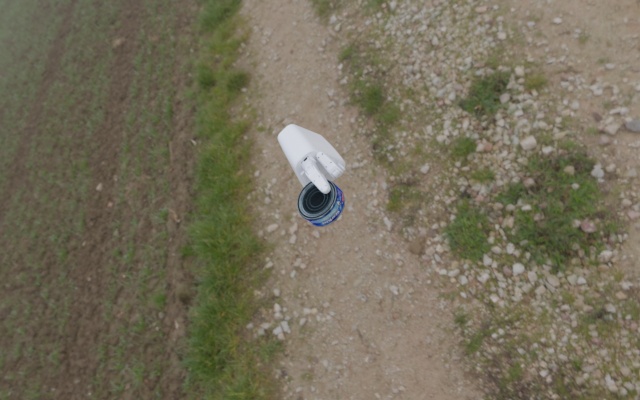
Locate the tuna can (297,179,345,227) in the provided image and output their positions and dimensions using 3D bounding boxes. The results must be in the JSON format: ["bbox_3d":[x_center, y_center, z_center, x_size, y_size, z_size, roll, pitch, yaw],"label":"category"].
[{"bbox_3d":[0.000,0.003,0.878,0.086,0.086,0.034,0,-25,32],"label":"tuna can"}]
